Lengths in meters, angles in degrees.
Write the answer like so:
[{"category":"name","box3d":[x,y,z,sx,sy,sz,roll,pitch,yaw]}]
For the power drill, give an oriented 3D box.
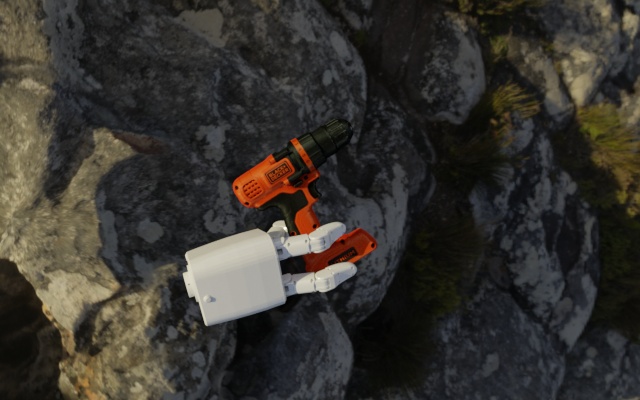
[{"category":"power drill","box3d":[0.000,0.003,0.664,0.184,0.187,0.057,-32,7,1]}]
